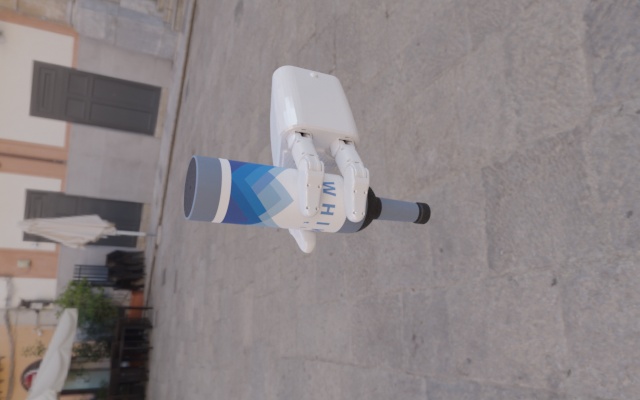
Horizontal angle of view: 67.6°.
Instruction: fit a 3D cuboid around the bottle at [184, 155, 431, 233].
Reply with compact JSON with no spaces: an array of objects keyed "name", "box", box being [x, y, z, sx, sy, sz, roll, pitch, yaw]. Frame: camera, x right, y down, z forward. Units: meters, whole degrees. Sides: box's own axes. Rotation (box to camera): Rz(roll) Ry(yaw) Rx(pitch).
[{"name":"bottle","box":[0.000,0.002,0.546,0.296,0.069,0.069,7,-3,-25]}]
